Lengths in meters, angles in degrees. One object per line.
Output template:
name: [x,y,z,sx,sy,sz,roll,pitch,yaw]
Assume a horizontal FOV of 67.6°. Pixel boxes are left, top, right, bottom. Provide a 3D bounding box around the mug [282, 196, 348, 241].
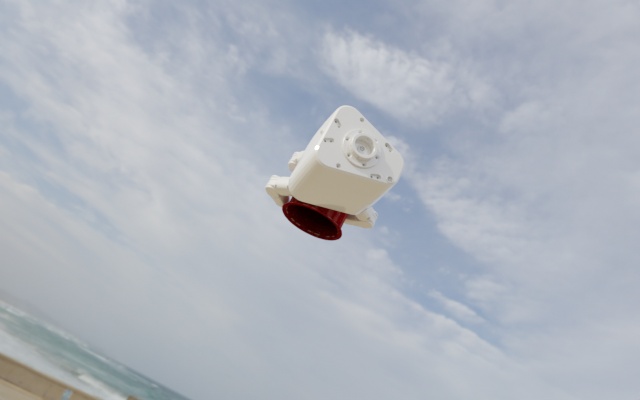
mug: [0.000,0.003,0.696,0.093,0.081,0.117,31,-25,-8]
